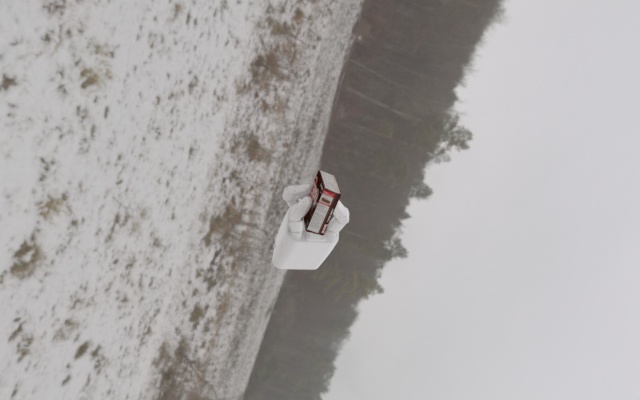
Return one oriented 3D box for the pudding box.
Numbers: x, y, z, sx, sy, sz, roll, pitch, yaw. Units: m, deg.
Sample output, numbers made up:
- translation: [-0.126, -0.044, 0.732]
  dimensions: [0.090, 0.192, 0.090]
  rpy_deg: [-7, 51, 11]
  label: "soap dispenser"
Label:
- translation: [0.000, 0.003, 0.888]
  dimensions: [0.039, 0.090, 0.113]
  rpy_deg: [18, 17, -14]
  label: "pudding box"
